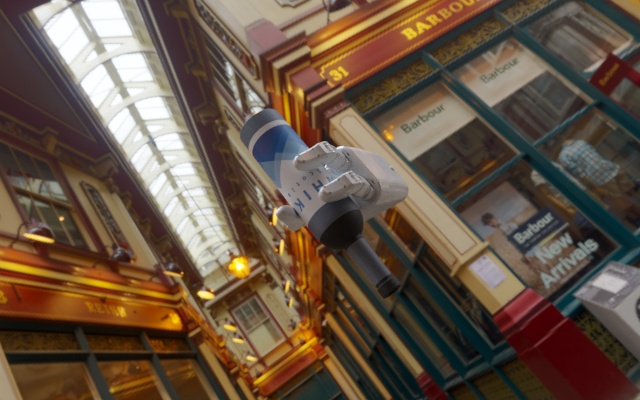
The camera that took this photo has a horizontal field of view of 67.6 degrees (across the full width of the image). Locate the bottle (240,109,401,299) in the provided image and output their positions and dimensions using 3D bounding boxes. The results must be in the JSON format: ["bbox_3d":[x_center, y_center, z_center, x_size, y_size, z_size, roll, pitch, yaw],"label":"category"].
[{"bbox_3d":[0.000,0.002,0.620,0.069,0.295,0.069,-32,-23,-16],"label":"bottle"}]
